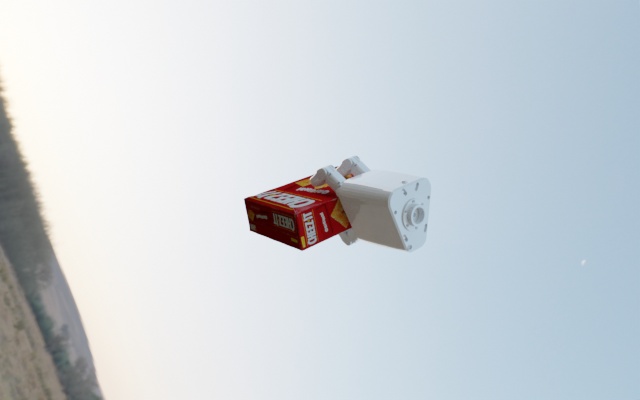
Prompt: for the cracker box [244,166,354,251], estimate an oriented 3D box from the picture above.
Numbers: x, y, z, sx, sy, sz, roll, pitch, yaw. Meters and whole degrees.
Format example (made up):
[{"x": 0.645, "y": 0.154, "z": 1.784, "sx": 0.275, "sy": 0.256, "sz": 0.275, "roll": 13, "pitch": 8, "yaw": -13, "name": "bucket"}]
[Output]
[{"x": 0.000, "y": 0.003, "z": 0.831, "sx": 0.213, "sy": 0.072, "sz": 0.164, "roll": -21, "pitch": 20, "yaw": -34, "name": "cracker box"}]
